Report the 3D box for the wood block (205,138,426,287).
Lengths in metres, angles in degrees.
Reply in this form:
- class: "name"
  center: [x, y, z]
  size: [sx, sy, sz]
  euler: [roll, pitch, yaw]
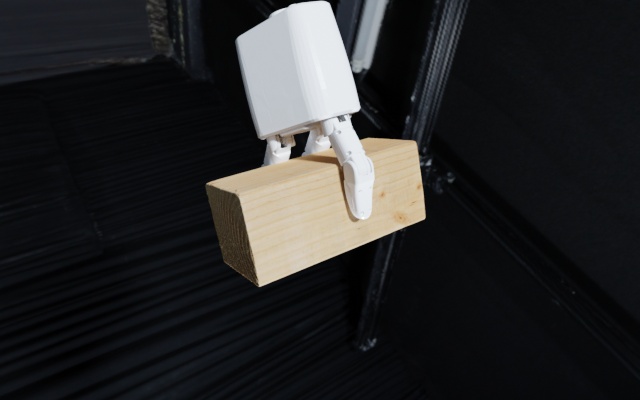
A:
- class: "wood block"
  center: [0.000, 0.001, 0.500]
  size: [0.206, 0.090, 0.091]
  euler: [-19, 18, -28]
